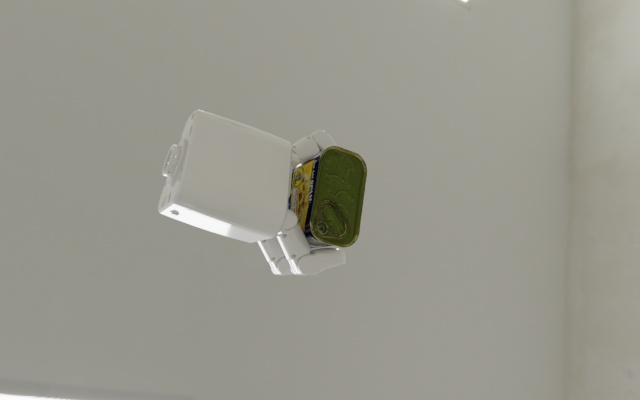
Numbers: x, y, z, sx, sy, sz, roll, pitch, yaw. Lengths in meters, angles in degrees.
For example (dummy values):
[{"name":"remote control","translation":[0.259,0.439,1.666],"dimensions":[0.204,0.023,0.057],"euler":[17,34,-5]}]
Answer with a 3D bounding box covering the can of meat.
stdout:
[{"name":"can of meat","translation":[0.000,0.002,0.520],"dimensions":[0.057,0.102,0.084],"euler":[16,-16,-26]}]
